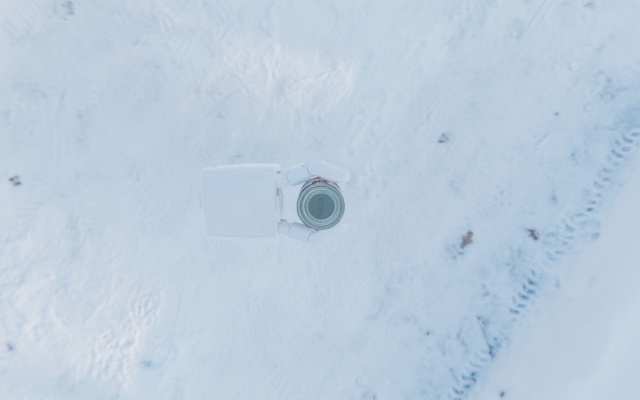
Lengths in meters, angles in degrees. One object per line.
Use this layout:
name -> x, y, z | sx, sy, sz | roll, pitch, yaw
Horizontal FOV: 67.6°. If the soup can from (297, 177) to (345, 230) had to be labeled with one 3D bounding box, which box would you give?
soup can -> 0.001, 0.002, 0.692 | 0.068, 0.068, 0.102 | 0, 7, 0
